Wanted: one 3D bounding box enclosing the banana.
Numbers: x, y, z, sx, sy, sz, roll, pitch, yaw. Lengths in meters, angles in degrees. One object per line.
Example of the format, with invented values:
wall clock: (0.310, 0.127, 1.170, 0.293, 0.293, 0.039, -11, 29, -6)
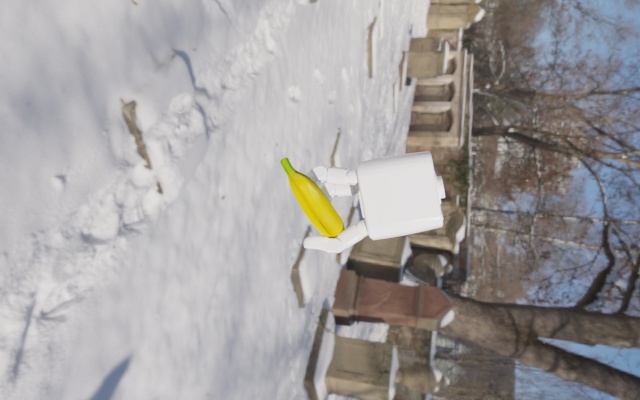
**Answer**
banana: (0.003, 0.015, 0.688, 0.037, 0.069, 0.198, -23, -39, 9)
